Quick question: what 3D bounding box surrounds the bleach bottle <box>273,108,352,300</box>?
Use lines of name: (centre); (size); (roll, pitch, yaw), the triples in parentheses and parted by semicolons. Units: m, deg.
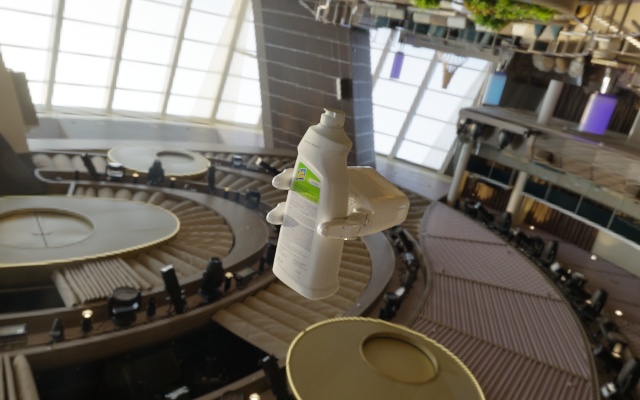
bleach bottle: (0.000, 0.002, 0.656); (0.102, 0.251, 0.068); (27, 24, 37)
